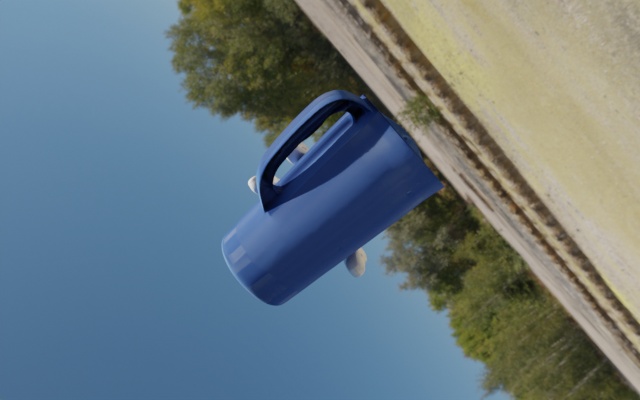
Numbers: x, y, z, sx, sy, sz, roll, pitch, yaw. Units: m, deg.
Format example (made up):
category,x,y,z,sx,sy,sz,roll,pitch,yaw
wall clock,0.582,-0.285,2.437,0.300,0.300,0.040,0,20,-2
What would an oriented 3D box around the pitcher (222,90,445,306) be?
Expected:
category,x,y,z,sx,sy,sz,roll,pitch,yaw
pitcher,0.000,0.002,0.537,0.243,0.149,0.145,-41,-6,11
